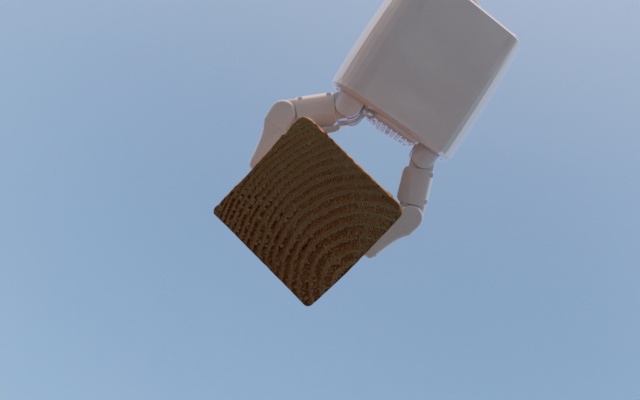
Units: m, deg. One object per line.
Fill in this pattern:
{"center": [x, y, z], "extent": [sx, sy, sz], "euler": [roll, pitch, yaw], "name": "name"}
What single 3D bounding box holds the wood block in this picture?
{"center": [0.001, 0.001, 0.402], "extent": [0.091, 0.090, 0.206], "euler": [44, 6, 2], "name": "wood block"}
